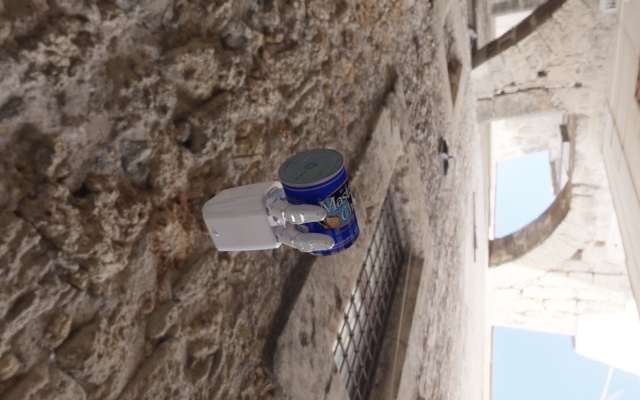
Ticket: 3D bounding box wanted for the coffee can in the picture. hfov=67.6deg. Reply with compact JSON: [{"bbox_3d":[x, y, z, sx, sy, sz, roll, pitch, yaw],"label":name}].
[{"bbox_3d":[0.000,0.002,0.762,0.103,0.140,0.102,-11,32,7],"label":"coffee can"}]
